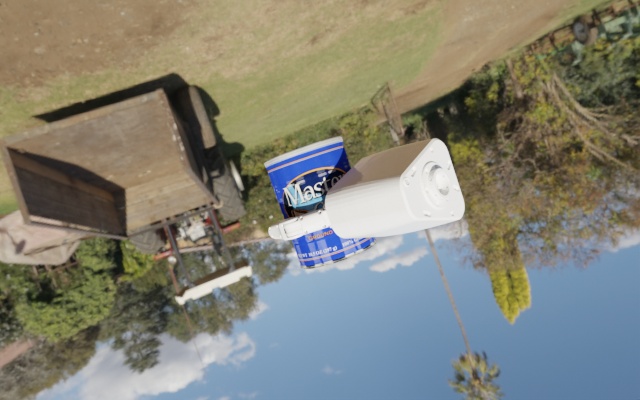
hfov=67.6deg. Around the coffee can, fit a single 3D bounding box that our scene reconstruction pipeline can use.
[{"bbox_3d":[0.000,0.002,0.601,0.103,0.140,0.103,-19,3,1],"label":"coffee can"}]
